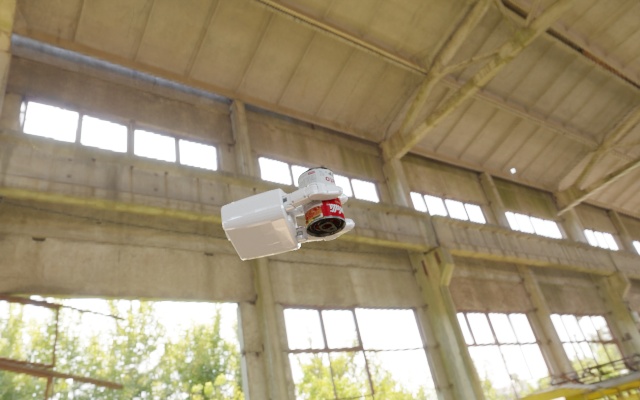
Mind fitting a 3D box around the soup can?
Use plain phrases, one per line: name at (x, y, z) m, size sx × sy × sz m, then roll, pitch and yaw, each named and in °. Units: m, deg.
soup can at (0.001, 0.002, 0.818) m, size 0.068 × 0.102 × 0.068 m, roll -9°, pitch -30°, yaw -5°
